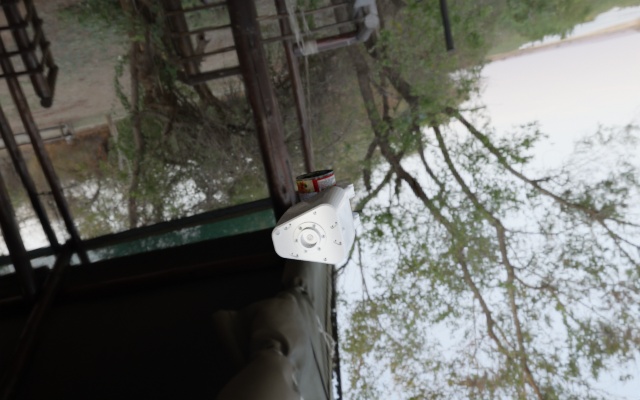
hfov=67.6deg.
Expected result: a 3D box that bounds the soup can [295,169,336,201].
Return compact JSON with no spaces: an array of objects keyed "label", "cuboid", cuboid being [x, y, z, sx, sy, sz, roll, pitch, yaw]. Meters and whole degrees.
[{"label":"soup can","cuboid":[0.000,0.003,0.837,0.068,0.102,0.068,-12,12,2]}]
